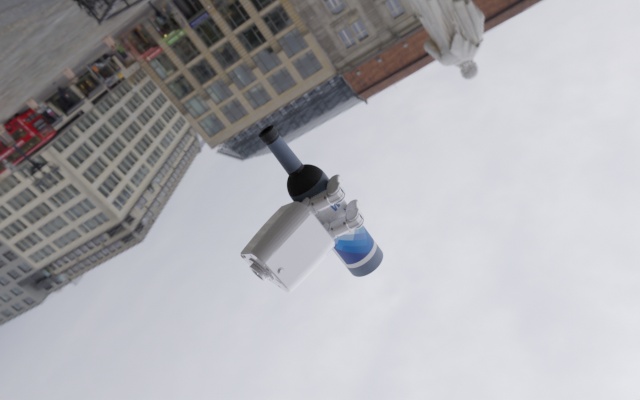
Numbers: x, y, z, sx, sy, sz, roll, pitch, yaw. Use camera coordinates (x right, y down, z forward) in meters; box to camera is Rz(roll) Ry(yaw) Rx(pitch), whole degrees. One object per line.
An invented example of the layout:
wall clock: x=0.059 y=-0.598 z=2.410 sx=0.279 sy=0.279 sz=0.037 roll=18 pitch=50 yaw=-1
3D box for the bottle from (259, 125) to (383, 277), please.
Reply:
bottle: x=0.000 y=0.003 z=0.766 sx=0.069 sy=0.296 sz=0.069 roll=-29 pitch=27 yaw=17
